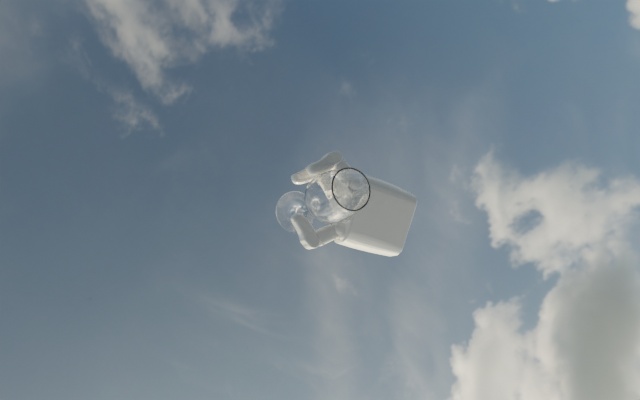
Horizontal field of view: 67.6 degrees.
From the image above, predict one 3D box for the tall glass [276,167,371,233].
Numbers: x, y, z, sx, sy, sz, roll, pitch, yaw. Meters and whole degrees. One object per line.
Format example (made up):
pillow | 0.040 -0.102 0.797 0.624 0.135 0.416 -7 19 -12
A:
tall glass | 0.000 0.003 0.743 0.079 0.079 0.201 0 -11 -26
